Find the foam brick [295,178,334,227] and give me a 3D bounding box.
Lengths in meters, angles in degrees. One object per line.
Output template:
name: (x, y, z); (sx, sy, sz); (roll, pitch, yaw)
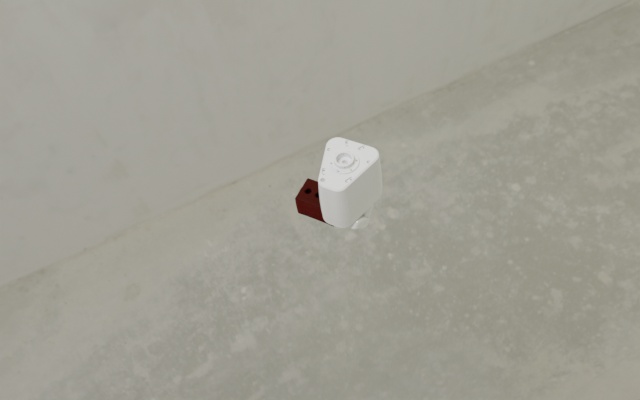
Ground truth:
foam brick: (0.000, 0.003, 0.881); (0.078, 0.053, 0.051); (20, -29, 20)
